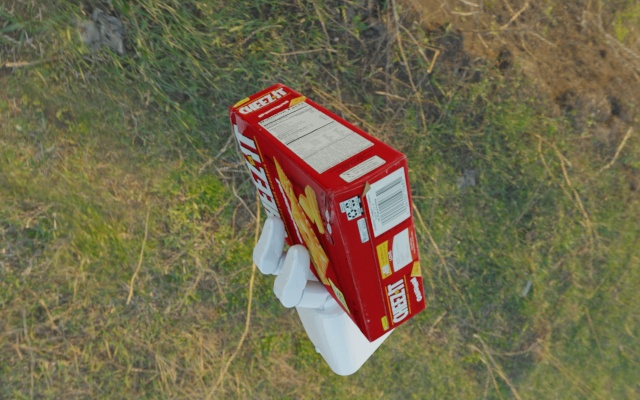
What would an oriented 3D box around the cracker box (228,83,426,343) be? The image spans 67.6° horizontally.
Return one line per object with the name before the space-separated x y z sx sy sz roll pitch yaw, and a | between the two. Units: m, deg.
cracker box | 0.000 0.001 0.448 0.072 0.164 0.213 -28 37 -17
